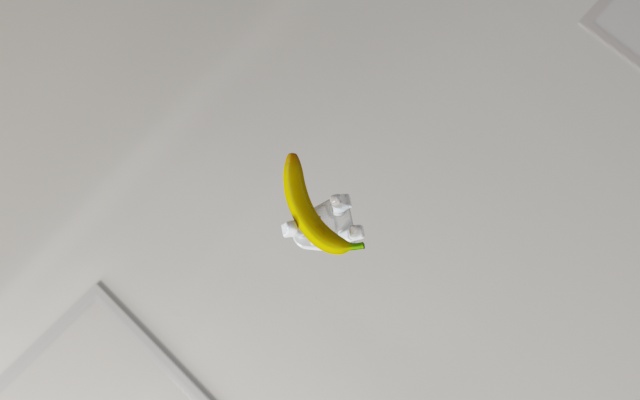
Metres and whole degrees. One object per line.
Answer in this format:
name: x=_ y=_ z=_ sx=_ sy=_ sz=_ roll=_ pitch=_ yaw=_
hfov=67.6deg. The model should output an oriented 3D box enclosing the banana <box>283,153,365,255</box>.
banana: x=-0.013 y=0.016 z=0.768 sx=0.069 sy=0.197 sz=0.037 roll=-37 pitch=-11 yaw=0
